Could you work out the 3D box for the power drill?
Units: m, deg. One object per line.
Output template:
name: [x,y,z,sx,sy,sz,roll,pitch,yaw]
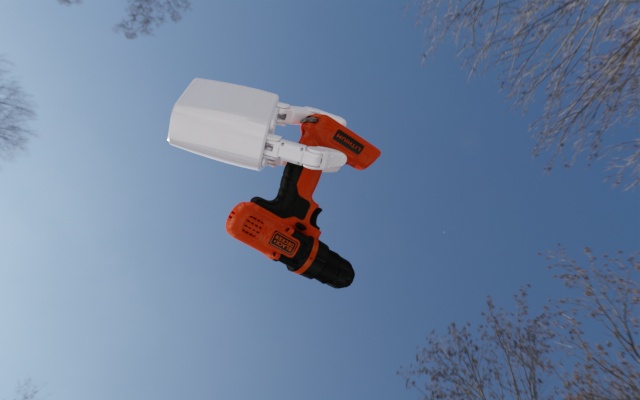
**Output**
power drill: [0.000,0.001,0.600,0.184,0.187,0.057,31,-8,-24]
